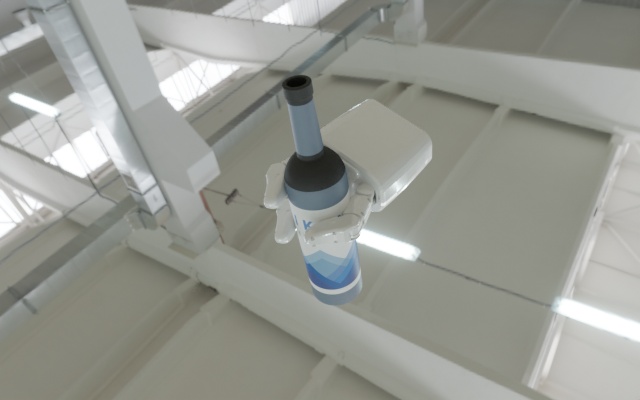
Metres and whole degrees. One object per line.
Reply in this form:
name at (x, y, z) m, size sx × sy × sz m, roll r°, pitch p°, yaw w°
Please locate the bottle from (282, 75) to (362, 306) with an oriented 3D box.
bottle at (0.000, 0.002, 0.526) m, size 0.069 × 0.296 × 0.069 m, roll -6°, pitch 42°, yaw 6°
